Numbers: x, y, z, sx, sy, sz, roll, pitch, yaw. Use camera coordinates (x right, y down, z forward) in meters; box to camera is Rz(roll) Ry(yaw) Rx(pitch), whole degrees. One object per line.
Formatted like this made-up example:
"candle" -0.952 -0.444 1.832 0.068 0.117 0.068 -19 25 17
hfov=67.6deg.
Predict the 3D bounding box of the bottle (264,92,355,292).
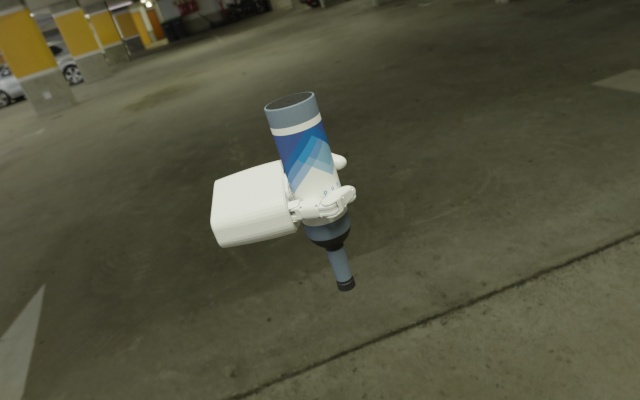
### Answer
"bottle" 0.000 0.002 0.663 0.069 0.296 0.069 -14 25 7
